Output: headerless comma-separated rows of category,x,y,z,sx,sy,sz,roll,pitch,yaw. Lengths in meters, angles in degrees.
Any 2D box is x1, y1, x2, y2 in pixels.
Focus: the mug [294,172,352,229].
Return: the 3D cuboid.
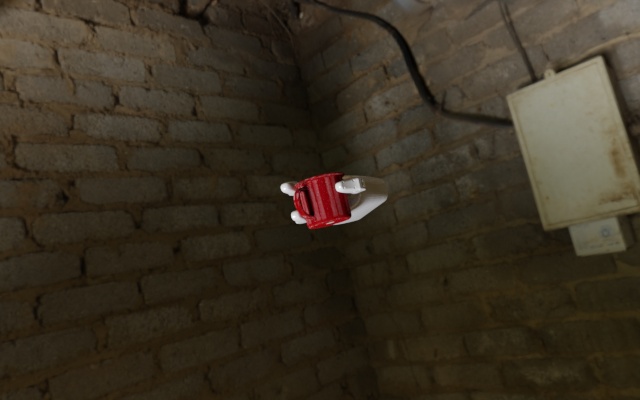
mug,-0.001,0.003,0.842,0.093,0.081,0.117,-21,-11,39
